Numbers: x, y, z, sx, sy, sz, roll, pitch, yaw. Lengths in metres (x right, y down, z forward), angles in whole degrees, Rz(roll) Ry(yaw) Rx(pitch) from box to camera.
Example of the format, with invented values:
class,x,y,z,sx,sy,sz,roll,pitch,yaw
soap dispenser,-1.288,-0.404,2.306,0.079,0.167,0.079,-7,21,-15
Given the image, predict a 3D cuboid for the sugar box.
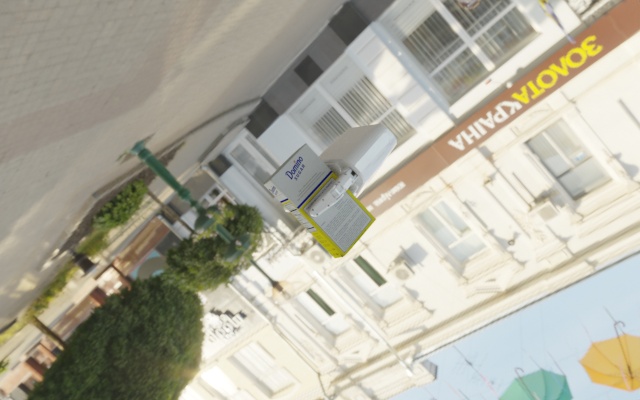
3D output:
class,x,y,z,sx,sy,sz,roll,pitch,yaw
sugar box,0.000,0.003,0.788,0.093,0.176,0.048,-47,9,-24
